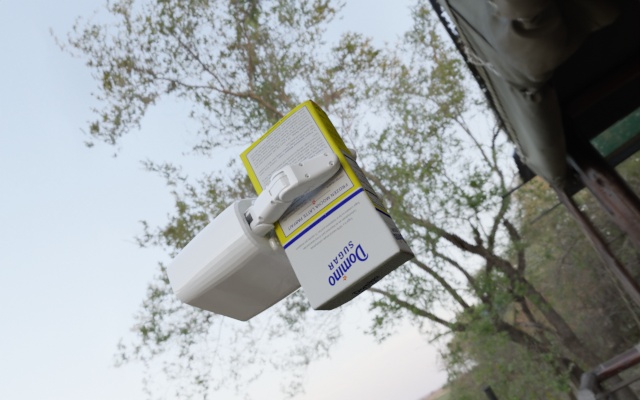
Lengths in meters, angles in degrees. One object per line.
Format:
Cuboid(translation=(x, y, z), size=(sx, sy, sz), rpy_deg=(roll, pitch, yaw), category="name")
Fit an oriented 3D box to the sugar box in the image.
Cuboid(translation=(0.000, 0.002, 0.437), size=(0.093, 0.176, 0.048), rpy_deg=(-37, -26, 17), category="sugar box")
